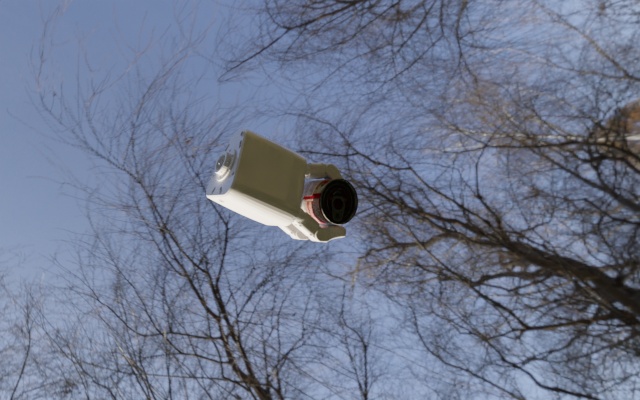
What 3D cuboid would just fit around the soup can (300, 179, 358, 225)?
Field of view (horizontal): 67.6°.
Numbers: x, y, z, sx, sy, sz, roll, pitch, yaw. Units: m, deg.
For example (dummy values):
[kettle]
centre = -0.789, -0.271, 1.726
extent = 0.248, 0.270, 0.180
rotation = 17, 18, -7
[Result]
[soup can]
centre = 0.000, 0.002, 0.738
extent = 0.068, 0.068, 0.102
rotation = 0, -1, -34
